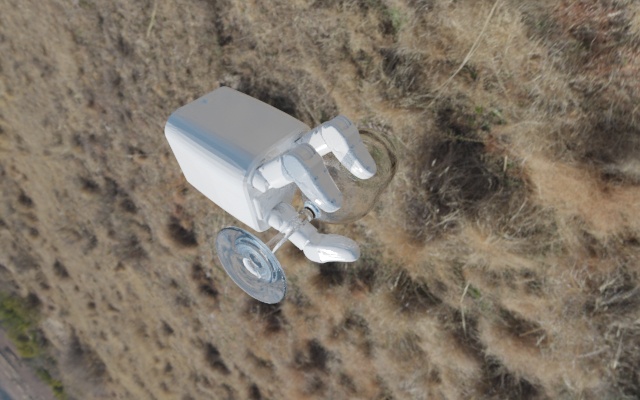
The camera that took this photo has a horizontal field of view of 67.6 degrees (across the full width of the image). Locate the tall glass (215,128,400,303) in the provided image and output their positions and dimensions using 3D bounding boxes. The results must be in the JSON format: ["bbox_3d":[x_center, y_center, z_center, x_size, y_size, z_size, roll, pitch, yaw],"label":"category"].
[{"bbox_3d":[0.000,0.002,0.442,0.079,0.079,0.201,0,31,42],"label":"tall glass"}]
